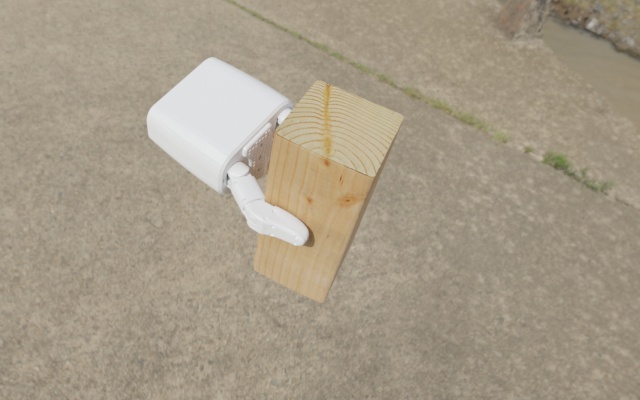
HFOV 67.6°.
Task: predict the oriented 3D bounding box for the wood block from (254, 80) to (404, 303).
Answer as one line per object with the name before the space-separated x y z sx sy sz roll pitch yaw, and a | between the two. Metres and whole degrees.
wood block | 0.000 0.002 0.478 0.090 0.090 0.206 25 -41 8
